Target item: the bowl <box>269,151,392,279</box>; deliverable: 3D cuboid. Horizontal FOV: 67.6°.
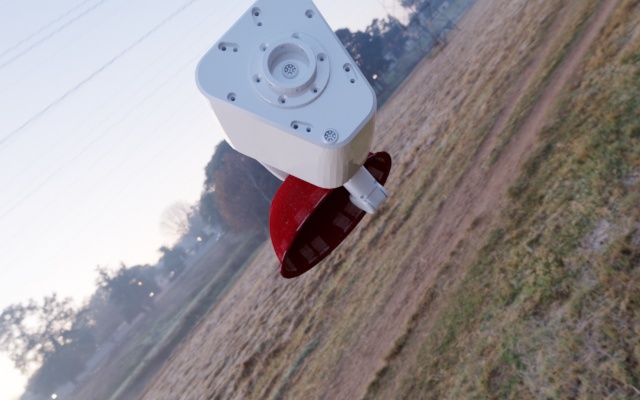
[{"bbox_3d":[0.000,0.002,0.487,0.055,0.162,0.162,41,15,19],"label":"bowl"}]
